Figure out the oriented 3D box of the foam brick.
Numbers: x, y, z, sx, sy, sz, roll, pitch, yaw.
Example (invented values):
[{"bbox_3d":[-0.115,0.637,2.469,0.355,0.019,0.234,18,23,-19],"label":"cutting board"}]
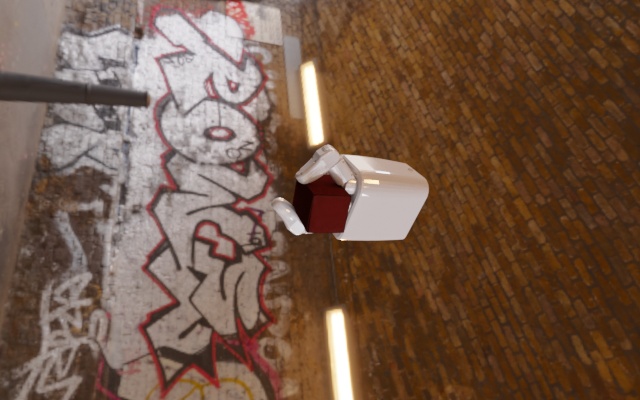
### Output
[{"bbox_3d":[0.000,0.002,0.615,0.051,0.053,0.078,3,24,-20],"label":"foam brick"}]
